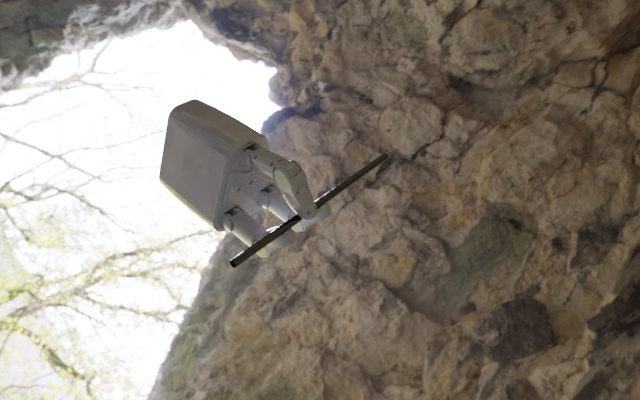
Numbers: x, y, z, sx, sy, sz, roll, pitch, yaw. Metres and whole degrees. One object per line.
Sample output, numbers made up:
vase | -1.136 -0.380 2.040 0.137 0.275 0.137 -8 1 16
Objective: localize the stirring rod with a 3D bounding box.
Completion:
stirring rod | 0.000 0.002 0.495 0.011 0.011 0.239 0 27 46
